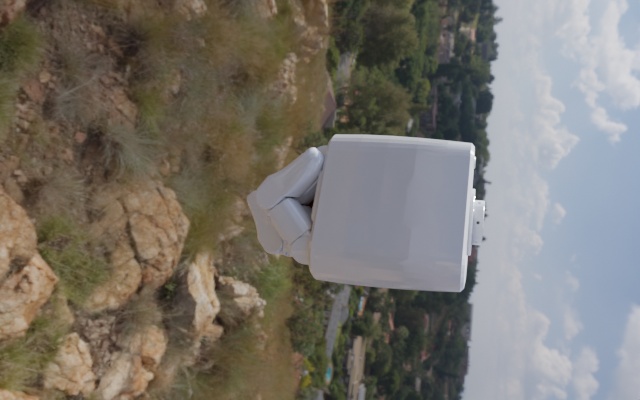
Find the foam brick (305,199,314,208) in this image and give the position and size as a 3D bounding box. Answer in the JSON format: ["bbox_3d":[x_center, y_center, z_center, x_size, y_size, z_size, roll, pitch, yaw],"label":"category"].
[{"bbox_3d":[0.000,0.001,0.442,0.051,0.053,0.078,4,-2,18],"label":"foam brick"}]
